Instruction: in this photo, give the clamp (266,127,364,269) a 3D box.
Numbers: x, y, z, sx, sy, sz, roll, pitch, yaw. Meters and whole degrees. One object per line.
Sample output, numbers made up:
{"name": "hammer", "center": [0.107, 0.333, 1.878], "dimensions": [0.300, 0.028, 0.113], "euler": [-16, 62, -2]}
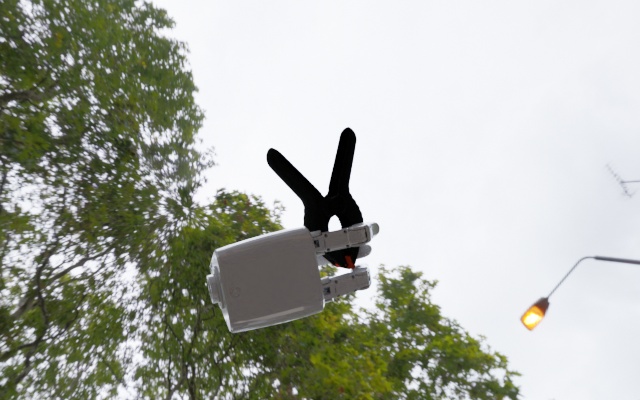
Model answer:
{"name": "clamp", "center": [0.000, 0.002, 0.567], "dimensions": [0.120, 0.171, 0.039], "euler": [-9, 1, -23]}
